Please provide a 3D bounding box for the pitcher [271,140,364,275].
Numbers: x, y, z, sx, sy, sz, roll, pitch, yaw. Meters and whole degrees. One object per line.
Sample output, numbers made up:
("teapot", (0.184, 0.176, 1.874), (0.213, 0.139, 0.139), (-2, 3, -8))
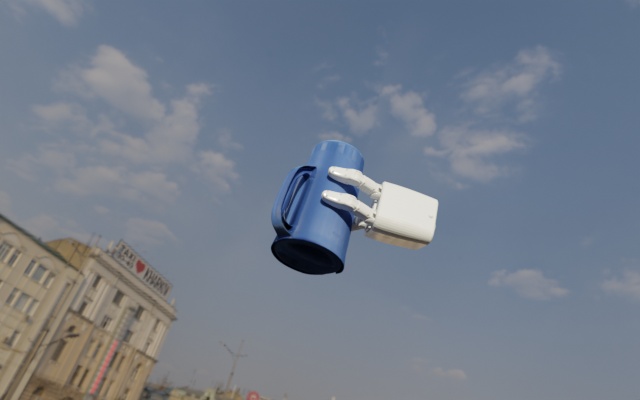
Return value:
("pitcher", (0.000, 0.003, 0.882), (0.145, 0.242, 0.149), (16, -32, 1))
